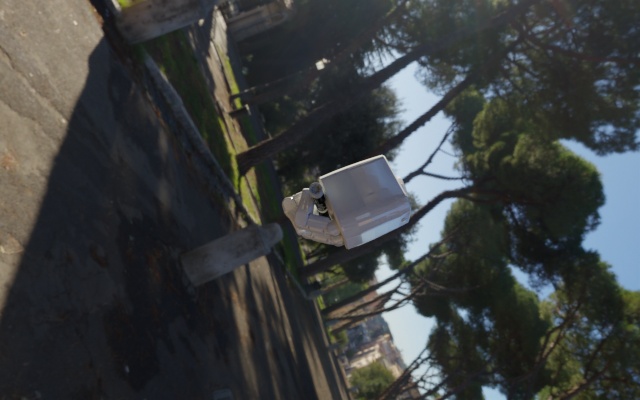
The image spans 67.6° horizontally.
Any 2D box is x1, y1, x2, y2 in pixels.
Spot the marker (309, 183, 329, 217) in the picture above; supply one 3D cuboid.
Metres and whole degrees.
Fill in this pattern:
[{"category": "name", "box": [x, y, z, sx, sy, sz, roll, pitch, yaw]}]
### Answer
[{"category": "marker", "box": [0.000, 0.002, 0.706, 0.020, 0.020, 0.121, 0, -18, 7]}]
